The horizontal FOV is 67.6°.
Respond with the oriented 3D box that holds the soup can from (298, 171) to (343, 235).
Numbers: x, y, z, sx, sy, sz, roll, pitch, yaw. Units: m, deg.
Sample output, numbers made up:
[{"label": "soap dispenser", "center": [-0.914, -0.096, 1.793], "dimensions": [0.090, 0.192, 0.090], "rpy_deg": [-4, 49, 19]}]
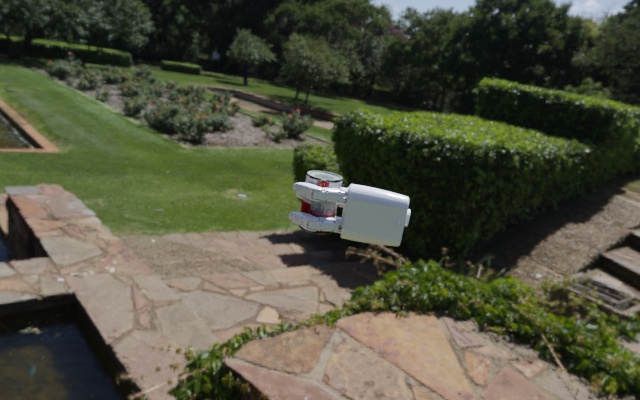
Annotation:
[{"label": "soup can", "center": [0.000, 0.002, 0.871], "dimensions": [0.068, 0.102, 0.068], "rpy_deg": [9, 16, -2]}]
